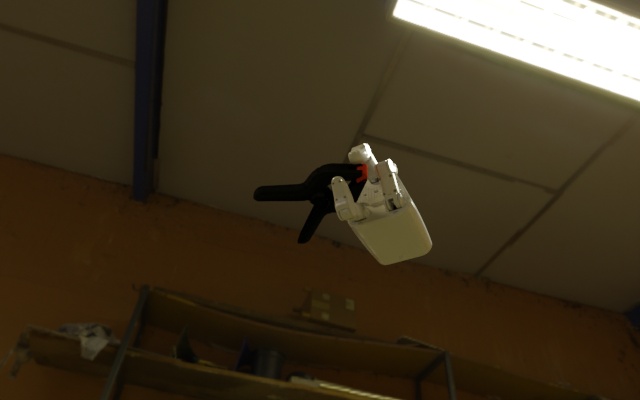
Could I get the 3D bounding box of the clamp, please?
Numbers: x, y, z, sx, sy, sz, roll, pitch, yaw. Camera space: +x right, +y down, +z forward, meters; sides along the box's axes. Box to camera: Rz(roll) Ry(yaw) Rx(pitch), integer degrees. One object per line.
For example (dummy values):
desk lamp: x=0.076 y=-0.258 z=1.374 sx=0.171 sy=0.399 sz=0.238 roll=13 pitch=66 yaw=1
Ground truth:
clamp: x=0.000 y=0.002 z=0.705 sx=0.171 sy=0.039 sz=0.120 roll=-19 pitch=-50 yaw=22
